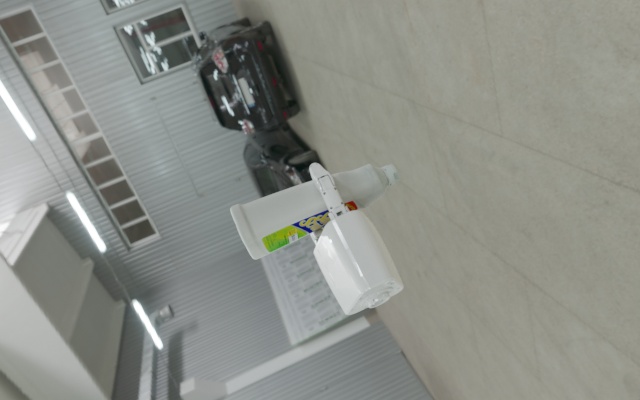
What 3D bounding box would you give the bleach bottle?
[{"bbox_3d":[0.000,0.002,0.710,0.251,0.068,0.103,-23,-24,-7],"label":"bleach bottle"}]
